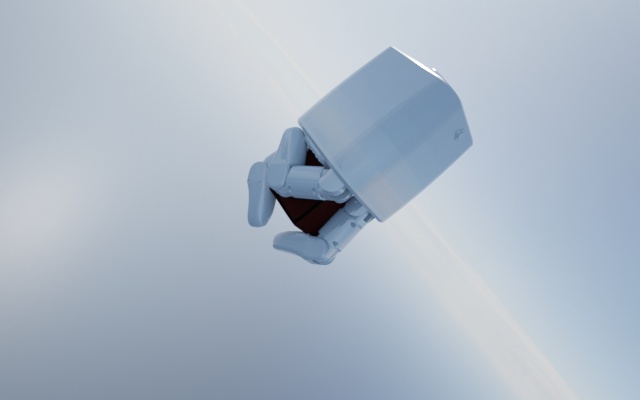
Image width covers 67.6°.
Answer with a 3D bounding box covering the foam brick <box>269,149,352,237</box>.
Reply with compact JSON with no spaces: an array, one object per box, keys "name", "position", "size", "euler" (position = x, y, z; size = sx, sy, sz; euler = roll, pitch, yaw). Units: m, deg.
[{"name":"foam brick","position":[0.000,0.002,0.440],"size":[0.051,0.053,0.078],"euler":[-40,-32,6]}]
